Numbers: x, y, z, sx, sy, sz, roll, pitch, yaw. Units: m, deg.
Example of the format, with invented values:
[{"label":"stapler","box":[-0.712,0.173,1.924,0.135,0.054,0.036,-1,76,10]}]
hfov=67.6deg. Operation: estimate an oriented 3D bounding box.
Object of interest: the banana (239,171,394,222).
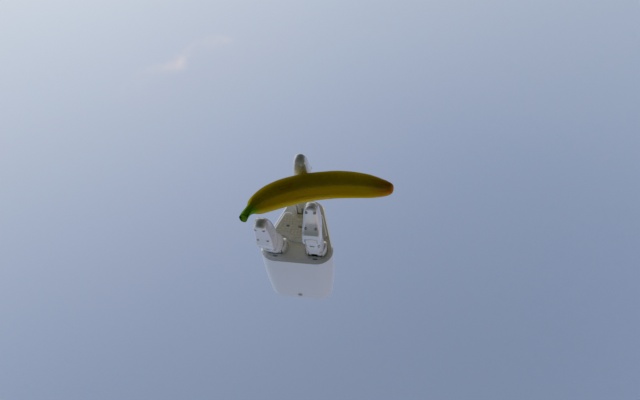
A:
[{"label":"banana","box":[-0.008,-0.009,0.615,0.198,0.037,0.069,-12,42,-9]}]
